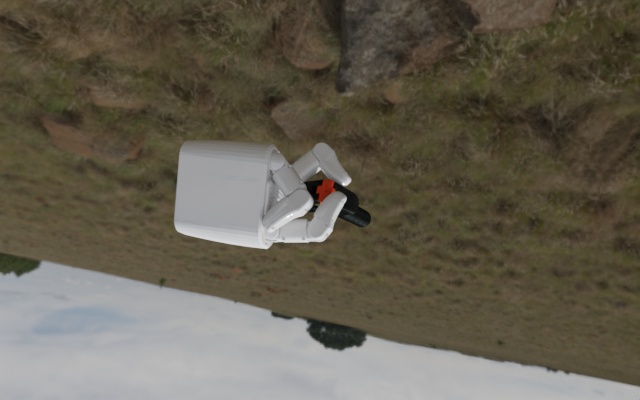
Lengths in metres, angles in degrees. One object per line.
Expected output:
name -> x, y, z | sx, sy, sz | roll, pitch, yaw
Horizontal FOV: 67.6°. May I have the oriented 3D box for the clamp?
clamp -> 0.000, 0.003, 0.620 | 0.120, 0.039, 0.171 | 5, -13, 12
